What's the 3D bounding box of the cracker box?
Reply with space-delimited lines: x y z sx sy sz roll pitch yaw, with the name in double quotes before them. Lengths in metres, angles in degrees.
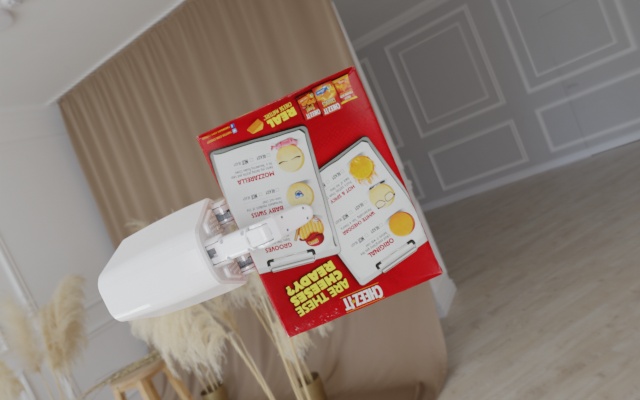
"cracker box" 0.000 0.001 0.477 0.164 0.214 0.072 -24 5 5
